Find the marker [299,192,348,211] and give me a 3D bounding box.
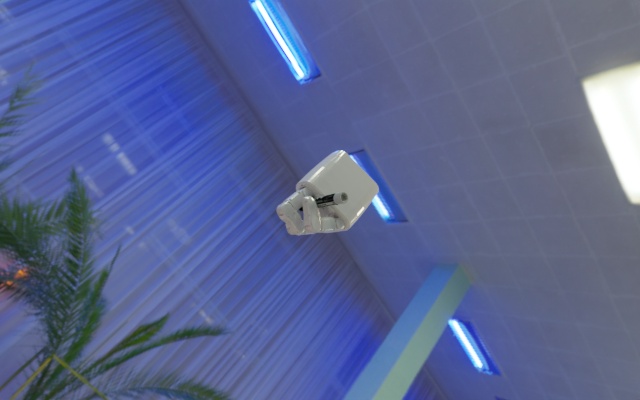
[{"bbox_3d":[0.000,0.003,0.785,0.020,0.020,0.121,0,-7,-37],"label":"marker"}]
